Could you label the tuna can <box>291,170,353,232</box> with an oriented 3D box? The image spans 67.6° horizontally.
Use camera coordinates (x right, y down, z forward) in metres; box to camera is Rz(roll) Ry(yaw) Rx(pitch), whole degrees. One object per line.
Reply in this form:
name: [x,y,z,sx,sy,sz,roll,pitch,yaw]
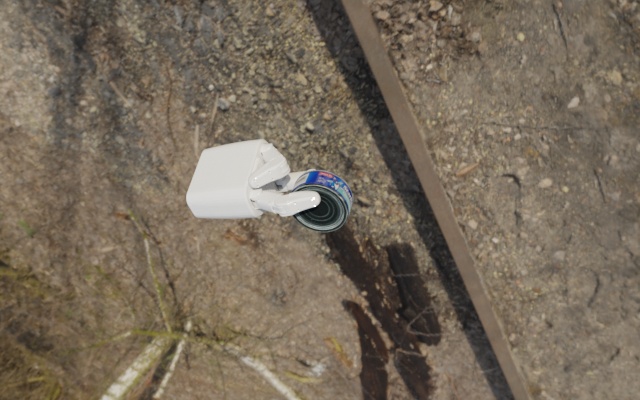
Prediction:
tuna can: [0.000,0.002,0.655,0.086,0.086,0.033,0,38,18]
